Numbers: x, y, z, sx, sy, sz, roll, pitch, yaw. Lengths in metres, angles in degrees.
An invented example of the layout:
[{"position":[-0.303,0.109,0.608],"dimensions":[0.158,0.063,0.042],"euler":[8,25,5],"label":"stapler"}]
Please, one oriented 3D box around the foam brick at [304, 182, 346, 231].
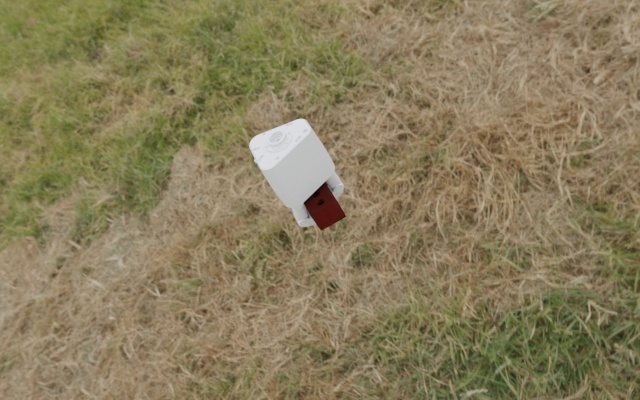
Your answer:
[{"position":[0.000,0.003,0.843],"dimensions":[0.053,0.078,0.051],"euler":[-31,-43,1],"label":"foam brick"}]
